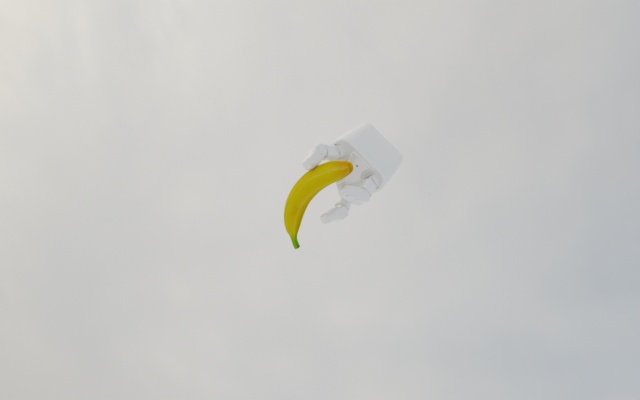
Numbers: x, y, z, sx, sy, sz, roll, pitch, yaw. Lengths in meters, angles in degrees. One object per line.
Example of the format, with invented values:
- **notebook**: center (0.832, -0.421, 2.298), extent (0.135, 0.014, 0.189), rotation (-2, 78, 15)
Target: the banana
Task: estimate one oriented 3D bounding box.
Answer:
- **banana**: center (-0.015, -0.007, 0.778), extent (0.069, 0.198, 0.037), rotation (41, 37, 11)
